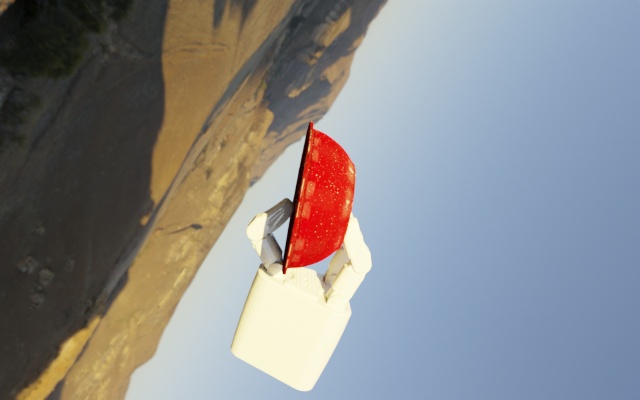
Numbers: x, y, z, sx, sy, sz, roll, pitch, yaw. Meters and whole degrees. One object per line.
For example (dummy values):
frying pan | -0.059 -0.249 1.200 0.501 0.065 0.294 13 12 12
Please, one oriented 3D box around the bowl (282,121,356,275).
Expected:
bowl | 0.001 0.001 0.499 0.055 0.162 0.162 10 -1 -5
